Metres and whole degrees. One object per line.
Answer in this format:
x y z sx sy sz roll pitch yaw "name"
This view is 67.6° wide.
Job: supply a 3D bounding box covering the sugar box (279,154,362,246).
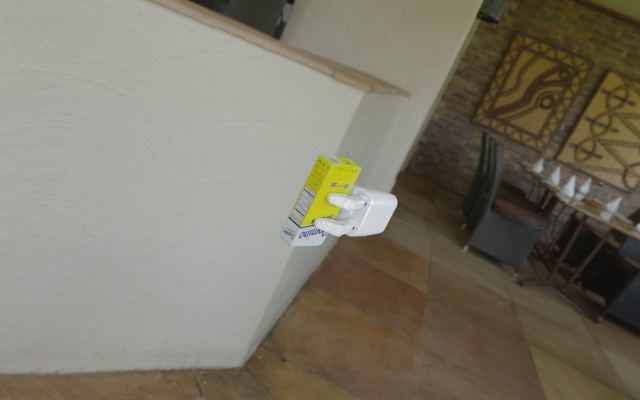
0.001 0.003 0.890 0.048 0.176 0.093 36 21 34 "sugar box"
